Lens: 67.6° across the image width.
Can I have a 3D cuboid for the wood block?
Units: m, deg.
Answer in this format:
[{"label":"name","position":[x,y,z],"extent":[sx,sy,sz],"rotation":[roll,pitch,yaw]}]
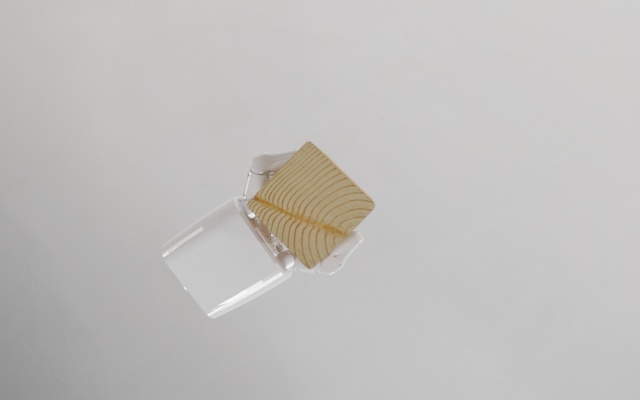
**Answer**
[{"label":"wood block","position":[0.000,0.002,0.549],"extent":[0.090,0.091,0.206],"rotation":[-45,-2,5]}]
